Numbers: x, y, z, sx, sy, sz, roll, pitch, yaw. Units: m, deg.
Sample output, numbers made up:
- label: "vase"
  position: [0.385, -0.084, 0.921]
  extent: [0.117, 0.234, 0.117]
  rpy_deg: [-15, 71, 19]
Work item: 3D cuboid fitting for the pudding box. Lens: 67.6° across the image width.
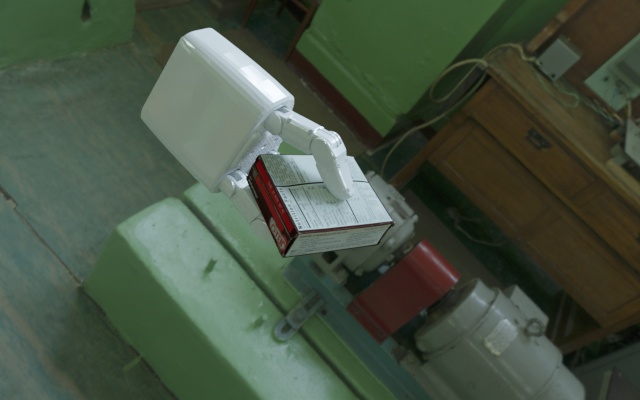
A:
- label: "pudding box"
  position: [0.000, 0.001, 0.434]
  extent: [0.113, 0.090, 0.039]
  rpy_deg: [-4, -37, -35]
